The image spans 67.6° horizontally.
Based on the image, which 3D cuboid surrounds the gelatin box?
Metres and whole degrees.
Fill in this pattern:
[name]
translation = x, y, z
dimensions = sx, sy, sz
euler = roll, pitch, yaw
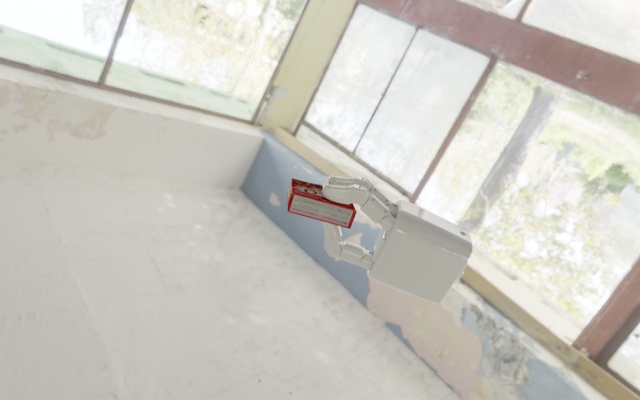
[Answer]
[gelatin box]
translation = 0.000, 0.002, 0.649
dimensions = 0.089, 0.030, 0.073
euler = 15, 17, -9
